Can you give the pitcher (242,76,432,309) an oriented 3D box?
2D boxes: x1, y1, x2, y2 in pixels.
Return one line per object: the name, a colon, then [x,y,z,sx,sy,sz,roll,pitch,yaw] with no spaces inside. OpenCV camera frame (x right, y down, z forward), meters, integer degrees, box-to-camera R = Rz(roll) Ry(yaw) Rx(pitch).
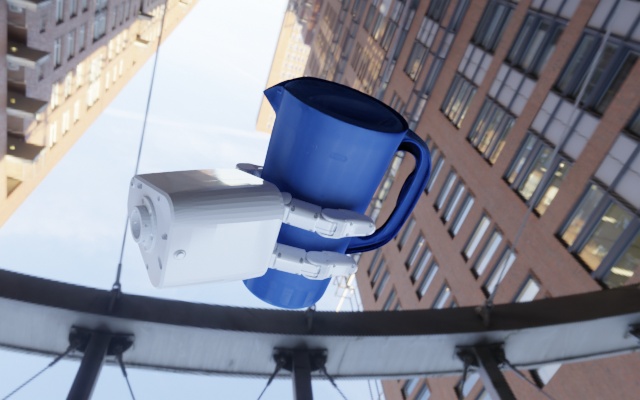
pitcher: [0.000,0.002,0.524,0.145,0.243,0.149,-4,35,-39]
